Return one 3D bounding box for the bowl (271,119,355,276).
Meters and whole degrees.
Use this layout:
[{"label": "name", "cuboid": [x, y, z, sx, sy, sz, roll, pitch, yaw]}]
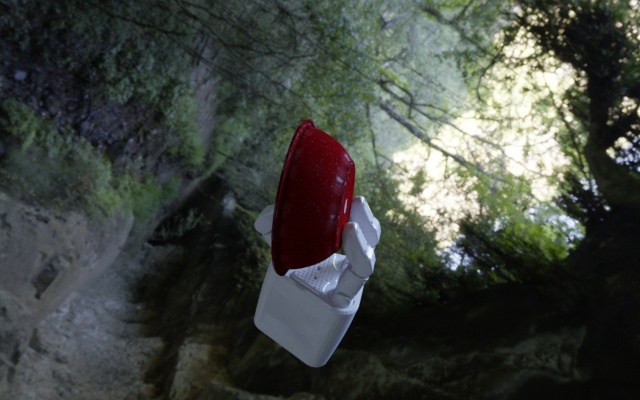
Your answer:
[{"label": "bowl", "cuboid": [0.001, 0.001, 0.482, 0.055, 0.162, 0.162, 10, 2, 9]}]
